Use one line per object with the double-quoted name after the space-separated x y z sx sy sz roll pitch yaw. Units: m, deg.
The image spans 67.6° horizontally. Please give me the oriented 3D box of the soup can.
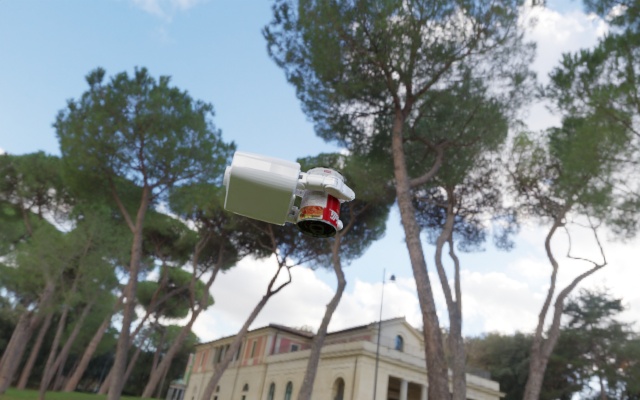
0.001 0.002 0.799 0.068 0.102 0.068 7 -28 4 "soup can"
